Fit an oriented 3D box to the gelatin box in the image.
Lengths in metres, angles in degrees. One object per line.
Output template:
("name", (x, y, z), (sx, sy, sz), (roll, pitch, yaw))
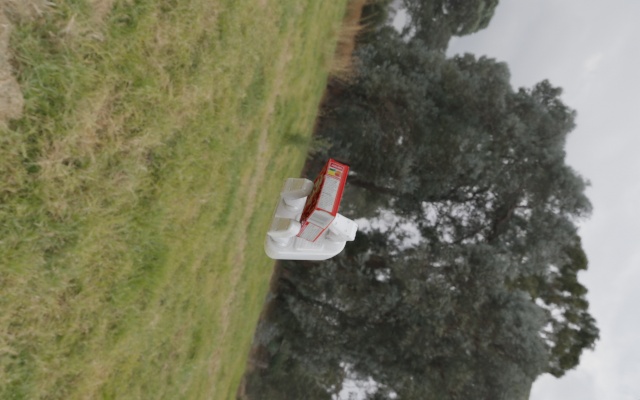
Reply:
("gelatin box", (0.001, 0.002, 0.591), (0.030, 0.073, 0.089), (22, -30, -9))
